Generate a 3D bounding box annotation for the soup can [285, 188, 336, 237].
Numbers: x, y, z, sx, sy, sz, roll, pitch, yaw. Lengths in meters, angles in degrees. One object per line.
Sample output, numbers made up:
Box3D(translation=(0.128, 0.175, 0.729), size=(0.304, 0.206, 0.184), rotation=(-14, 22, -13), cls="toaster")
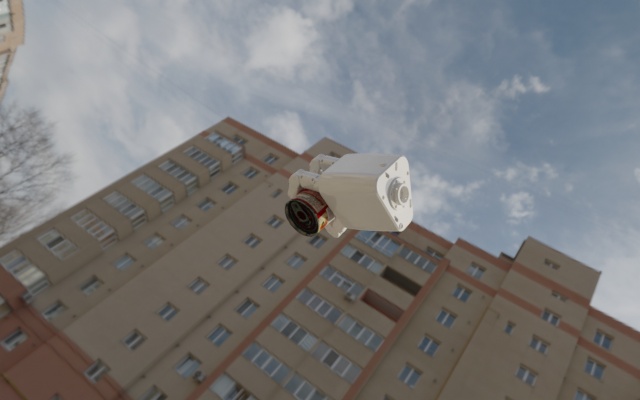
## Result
Box3D(translation=(0.000, 0.002, 0.775), size=(0.068, 0.068, 0.102), rotation=(0, 31, 44), cls="soup can")
